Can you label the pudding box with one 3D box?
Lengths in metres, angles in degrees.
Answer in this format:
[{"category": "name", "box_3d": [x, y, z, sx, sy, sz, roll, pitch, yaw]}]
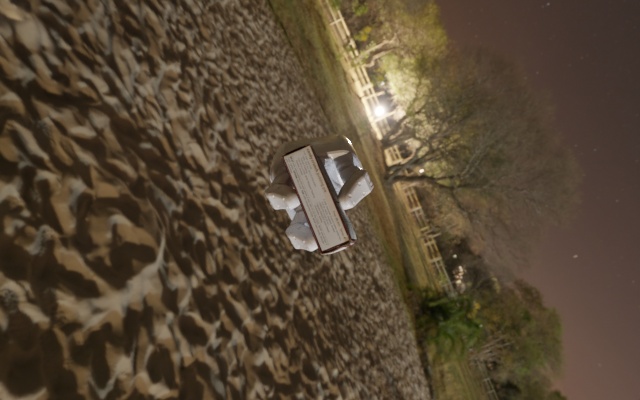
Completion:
[{"category": "pudding box", "box_3d": [0.000, 0.002, 0.522, 0.039, 0.113, 0.090, -25, -8, 5]}]
